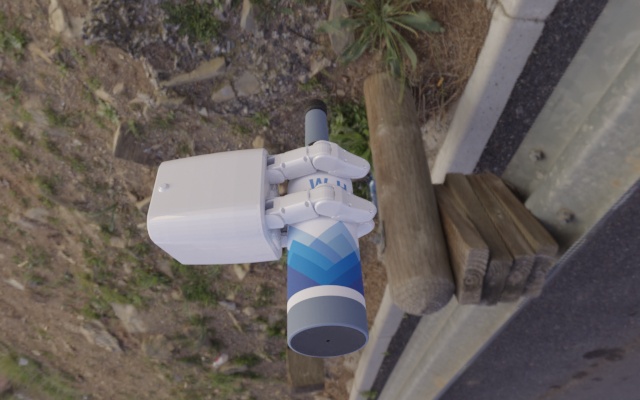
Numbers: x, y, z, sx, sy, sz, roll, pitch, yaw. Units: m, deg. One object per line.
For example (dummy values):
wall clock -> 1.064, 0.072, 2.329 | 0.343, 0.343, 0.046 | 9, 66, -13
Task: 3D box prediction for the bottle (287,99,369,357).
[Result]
bottle -> 0.000, 0.002, 0.480 | 0.069, 0.295, 0.069 | -2, -40, -2
